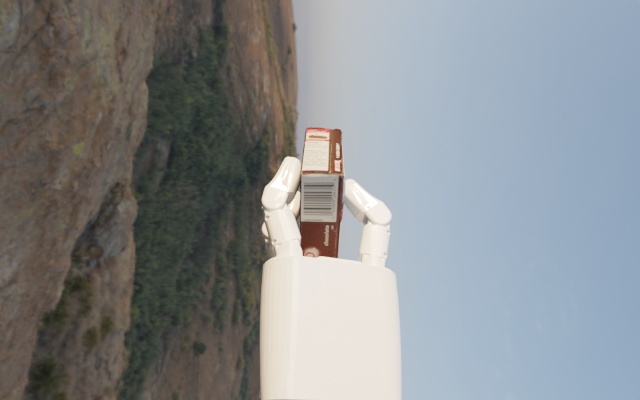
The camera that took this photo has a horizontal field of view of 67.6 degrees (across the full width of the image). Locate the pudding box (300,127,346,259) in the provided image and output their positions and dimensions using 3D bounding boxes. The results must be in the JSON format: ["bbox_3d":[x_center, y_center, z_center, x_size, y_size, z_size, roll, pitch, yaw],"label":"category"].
[{"bbox_3d":[0.000,0.001,0.444,0.039,0.114,0.090,3,33,-1],"label":"pudding box"}]
